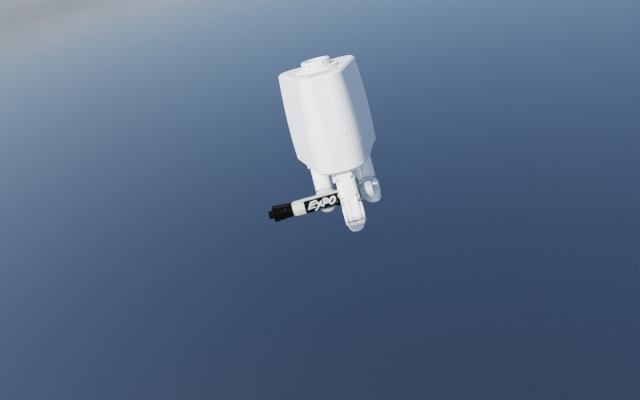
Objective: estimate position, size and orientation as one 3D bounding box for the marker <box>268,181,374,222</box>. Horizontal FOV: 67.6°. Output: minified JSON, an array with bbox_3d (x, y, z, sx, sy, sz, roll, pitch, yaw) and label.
[{"bbox_3d":[0.000,0.002,0.541,0.121,0.020,0.020,-15,0,2],"label":"marker"}]
